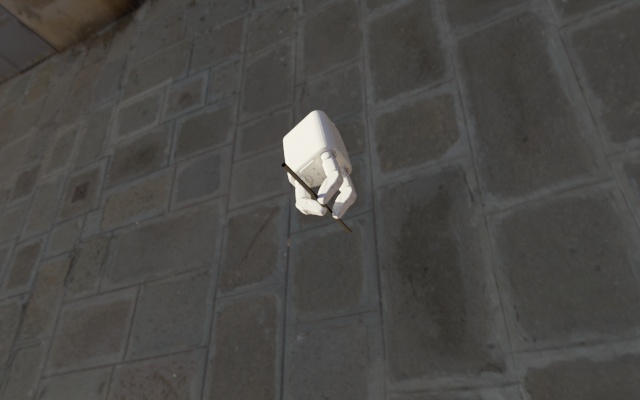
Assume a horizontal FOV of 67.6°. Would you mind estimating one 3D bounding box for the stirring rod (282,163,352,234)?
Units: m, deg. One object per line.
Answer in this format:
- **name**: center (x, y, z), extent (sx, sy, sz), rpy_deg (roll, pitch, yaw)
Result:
- **stirring rod**: center (0.000, 0.003, 0.815), extent (0.011, 0.011, 0.240), rpy_deg (0, -28, 32)
